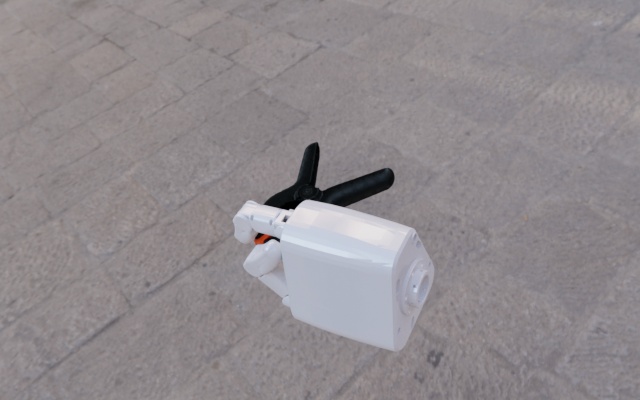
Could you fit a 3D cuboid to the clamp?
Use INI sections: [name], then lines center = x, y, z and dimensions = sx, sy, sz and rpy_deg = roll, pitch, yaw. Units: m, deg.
[clamp]
center = 0.000, 0.001, 0.516
dimensions = 0.120, 0.039, 0.171
rpy_deg = 12, 50, 31
